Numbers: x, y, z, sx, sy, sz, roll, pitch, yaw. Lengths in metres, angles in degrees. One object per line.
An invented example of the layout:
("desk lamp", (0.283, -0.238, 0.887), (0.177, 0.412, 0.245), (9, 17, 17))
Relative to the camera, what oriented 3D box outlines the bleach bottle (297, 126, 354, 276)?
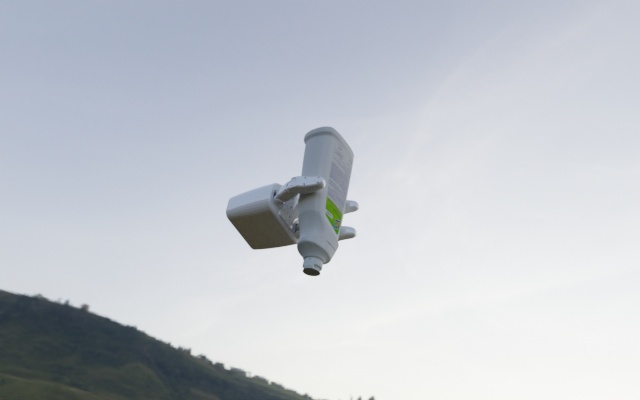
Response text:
("bleach bottle", (0.000, 0.003, 0.796), (0.068, 0.250, 0.103), (-13, -40, 32))
